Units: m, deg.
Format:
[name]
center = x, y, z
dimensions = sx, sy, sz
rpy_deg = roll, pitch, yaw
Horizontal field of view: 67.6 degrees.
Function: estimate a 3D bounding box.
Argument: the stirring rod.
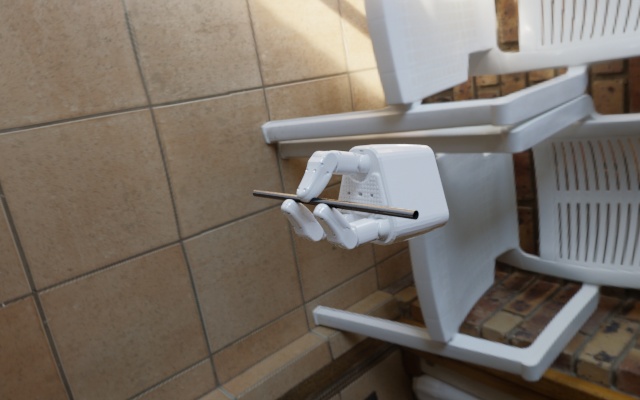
[stirring rod]
center = 0.000, 0.002, 0.480
dimensions = 0.011, 0.011, 0.239
rpy_deg = 0, 5, -41
